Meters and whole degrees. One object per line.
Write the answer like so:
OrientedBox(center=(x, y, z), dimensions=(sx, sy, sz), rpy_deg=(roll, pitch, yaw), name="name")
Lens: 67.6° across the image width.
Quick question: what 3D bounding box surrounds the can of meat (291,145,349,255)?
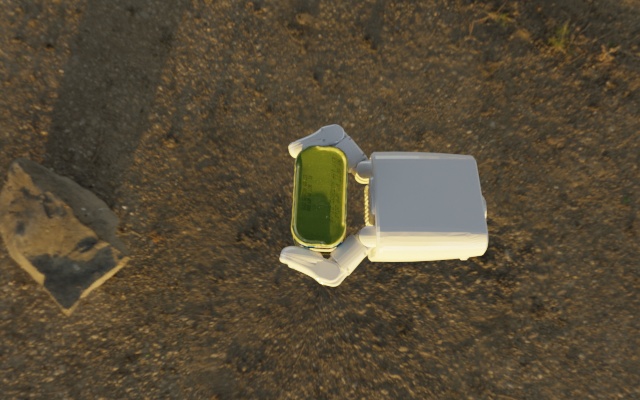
OrientedBox(center=(0.000, 0.001, 0.484), dimensions=(0.057, 0.102, 0.084), rpy_deg=(2, -10, 0), name="can of meat")
